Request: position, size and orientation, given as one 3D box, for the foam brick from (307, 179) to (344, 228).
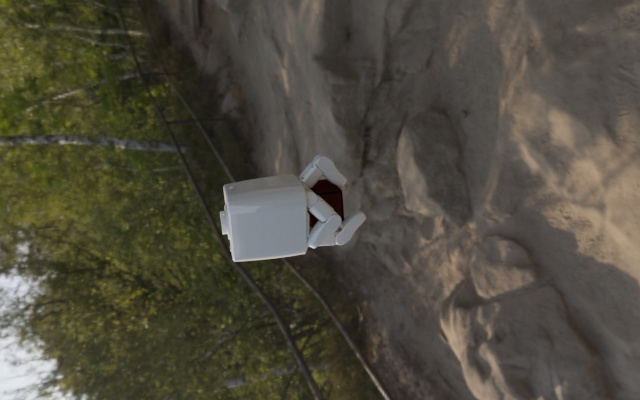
[{"bbox_3d":[0.000,0.002,0.732,0.051,0.053,0.078,-8,17,-12],"label":"foam brick"}]
